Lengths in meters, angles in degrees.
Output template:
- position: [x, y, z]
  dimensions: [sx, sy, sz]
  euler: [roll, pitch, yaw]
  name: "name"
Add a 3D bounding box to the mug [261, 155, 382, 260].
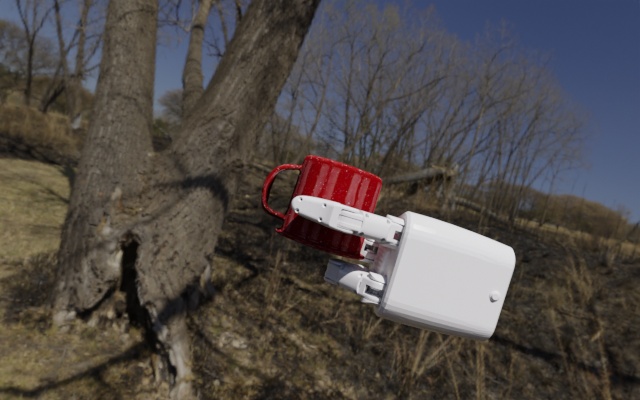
- position: [-0.001, 0.001, 0.471]
  dimensions: [0.117, 0.081, 0.093]
  euler: [18, 1, -5]
  name: "mug"
